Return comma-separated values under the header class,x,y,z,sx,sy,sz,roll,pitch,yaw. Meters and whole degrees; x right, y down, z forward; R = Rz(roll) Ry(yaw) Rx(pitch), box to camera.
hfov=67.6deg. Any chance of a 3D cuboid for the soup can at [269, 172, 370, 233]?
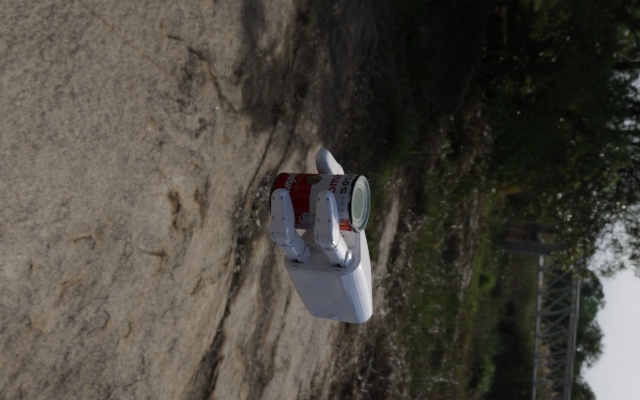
class,x,y,z,sx,sy,sz,roll,pitch,yaw
soup can,0.000,0.001,0.560,0.102,0.068,0.068,3,1,24
